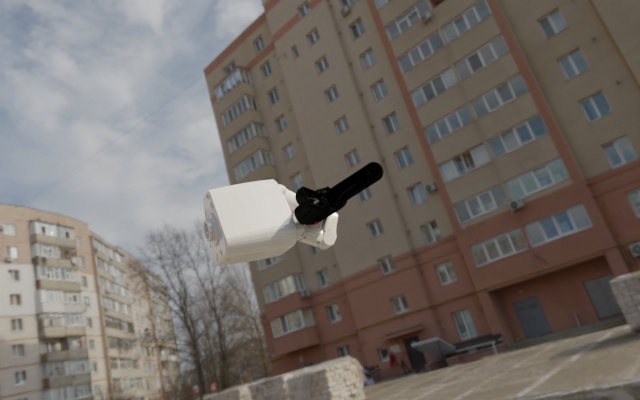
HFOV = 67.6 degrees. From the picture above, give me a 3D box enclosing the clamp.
[{"bbox_3d":[0.000,0.002,0.645,0.120,0.039,0.171,-12,-18,-28],"label":"clamp"}]
